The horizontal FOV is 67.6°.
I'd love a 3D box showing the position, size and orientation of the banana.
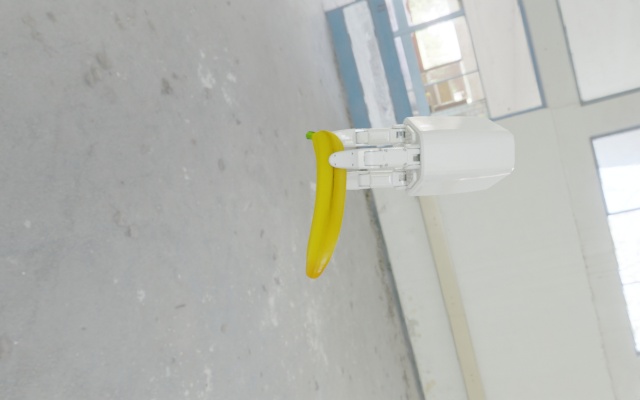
[{"bbox_3d":[0.007,-0.008,0.573,0.037,0.197,0.070,9,-23,-18],"label":"banana"}]
